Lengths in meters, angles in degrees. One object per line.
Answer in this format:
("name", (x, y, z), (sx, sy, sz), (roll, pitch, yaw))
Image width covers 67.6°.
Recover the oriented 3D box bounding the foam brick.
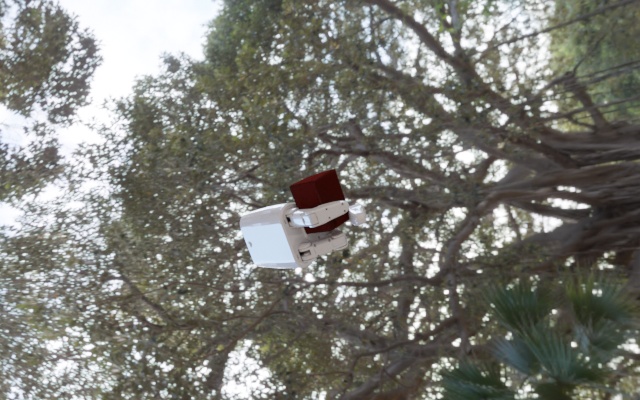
("foam brick", (0.000, 0.002, 0.688), (0.051, 0.078, 0.053), (-9, 14, 44))
